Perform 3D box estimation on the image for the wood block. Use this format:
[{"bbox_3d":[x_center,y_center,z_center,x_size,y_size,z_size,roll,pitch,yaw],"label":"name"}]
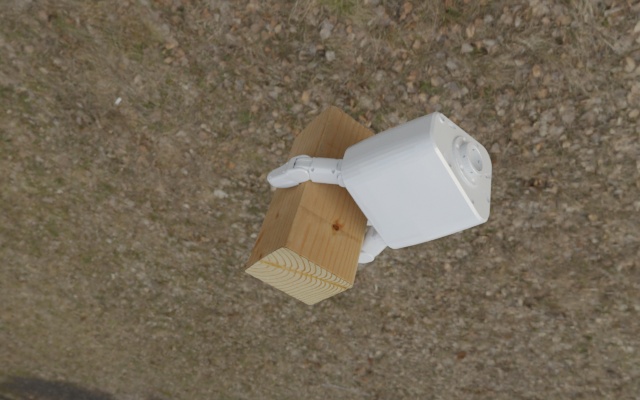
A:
[{"bbox_3d":[0.000,0.002,0.560,0.091,0.206,0.090,32,-38,-19],"label":"wood block"}]
